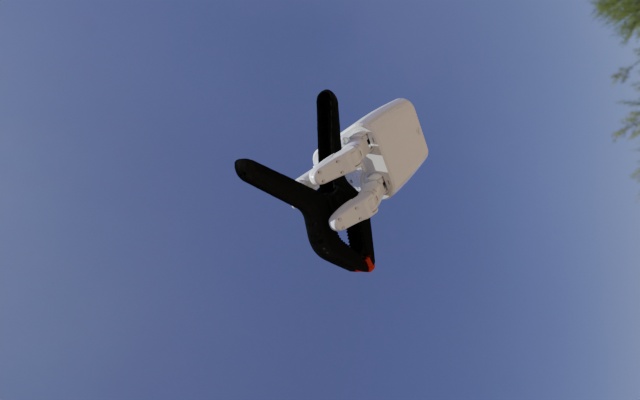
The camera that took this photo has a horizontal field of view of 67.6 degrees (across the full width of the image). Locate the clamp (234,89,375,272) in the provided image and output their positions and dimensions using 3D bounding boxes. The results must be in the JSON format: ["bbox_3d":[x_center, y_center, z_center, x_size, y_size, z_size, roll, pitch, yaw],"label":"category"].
[{"bbox_3d":[0.000,0.002,0.525,0.036,0.210,0.164,-5,25,44],"label":"clamp"}]
